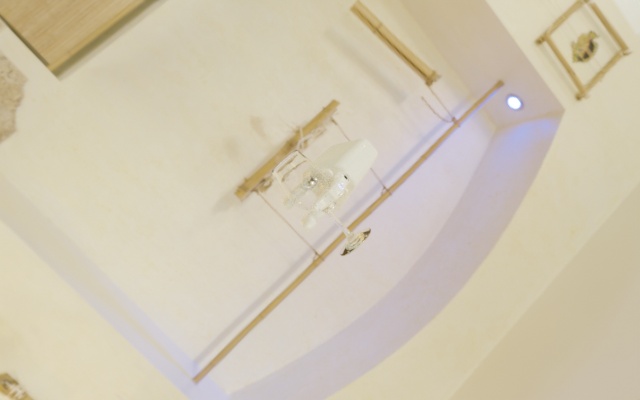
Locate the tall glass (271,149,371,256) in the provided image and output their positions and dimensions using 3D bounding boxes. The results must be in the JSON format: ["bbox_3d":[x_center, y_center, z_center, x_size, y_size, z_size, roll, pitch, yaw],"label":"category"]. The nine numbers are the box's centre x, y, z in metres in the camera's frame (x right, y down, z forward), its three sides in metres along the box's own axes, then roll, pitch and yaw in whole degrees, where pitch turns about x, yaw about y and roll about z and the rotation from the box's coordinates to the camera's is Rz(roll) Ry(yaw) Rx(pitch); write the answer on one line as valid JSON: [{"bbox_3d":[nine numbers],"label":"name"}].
[{"bbox_3d":[0.001,0.003,0.862,0.079,0.201,0.079,-40,10,9],"label":"tall glass"}]
